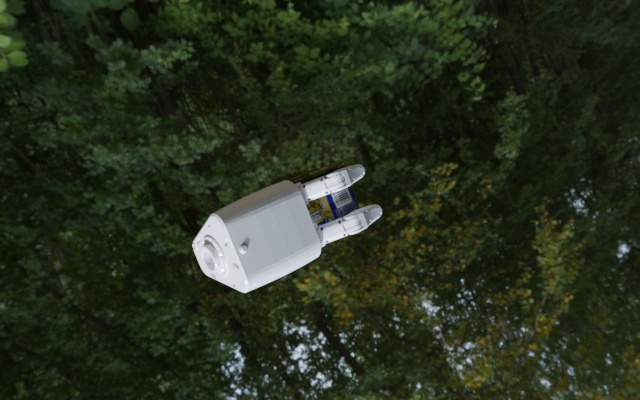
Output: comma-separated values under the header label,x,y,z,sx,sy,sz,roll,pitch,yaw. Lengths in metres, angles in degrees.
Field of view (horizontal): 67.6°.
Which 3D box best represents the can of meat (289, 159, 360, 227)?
label,x,y,z,sx,sy,sz,roll,pitch,yaw
can of meat,0.000,0.002,0.621,0.057,0.084,0.102,-25,6,-40
